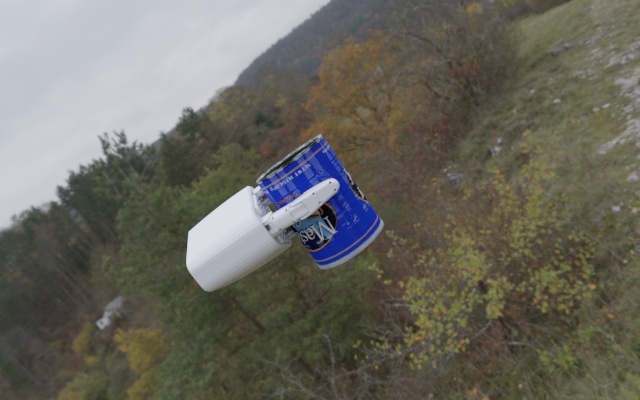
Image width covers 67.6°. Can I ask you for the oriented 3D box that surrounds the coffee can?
[{"bbox_3d":[0.000,0.002,0.612,0.103,0.140,0.102,-34,11,7],"label":"coffee can"}]
